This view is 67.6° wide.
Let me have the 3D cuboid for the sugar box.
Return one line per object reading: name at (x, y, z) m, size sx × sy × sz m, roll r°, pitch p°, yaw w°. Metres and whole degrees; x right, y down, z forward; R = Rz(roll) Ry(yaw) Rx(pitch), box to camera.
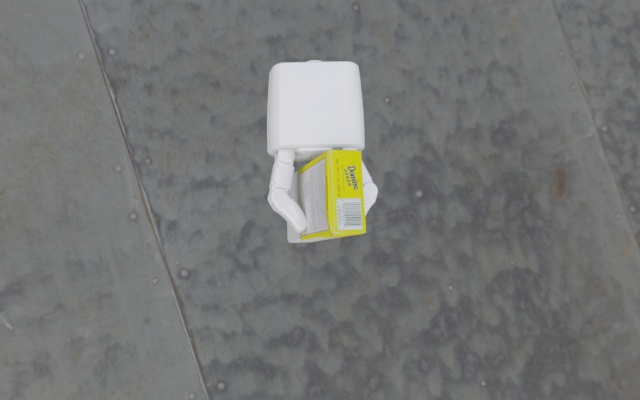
sugar box at (0.001, 0.002, 0.585) m, size 0.048 × 0.093 × 0.176 m, roll 0°, pitch -7°, yaw -17°
